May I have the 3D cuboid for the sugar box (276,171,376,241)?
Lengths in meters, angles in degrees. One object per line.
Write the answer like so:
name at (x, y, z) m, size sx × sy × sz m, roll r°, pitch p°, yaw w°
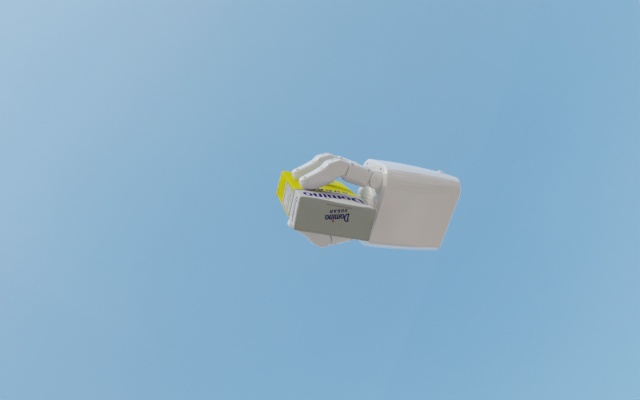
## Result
sugar box at (0.000, 0.001, 0.616) m, size 0.093 × 0.048 × 0.176 m, roll 10°, pitch 8°, yaw -14°
